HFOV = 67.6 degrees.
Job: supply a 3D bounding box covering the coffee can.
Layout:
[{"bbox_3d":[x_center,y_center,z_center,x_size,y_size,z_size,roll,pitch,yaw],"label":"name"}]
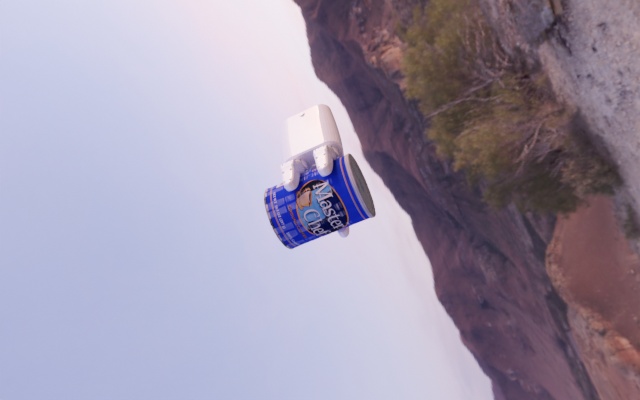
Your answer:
[{"bbox_3d":[0.000,0.002,0.727,0.140,0.103,0.103,-22,-6,13],"label":"coffee can"}]
